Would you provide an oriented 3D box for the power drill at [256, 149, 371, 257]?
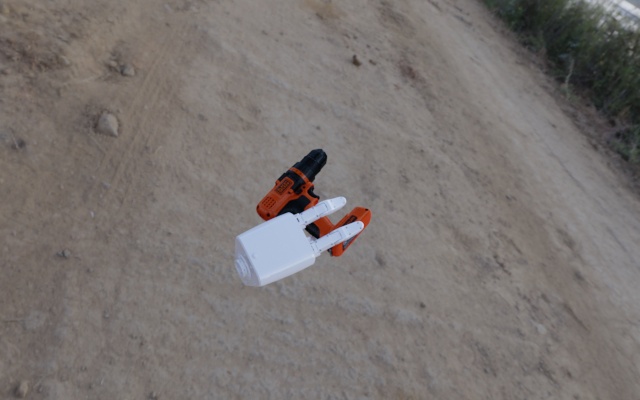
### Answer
[{"bbox_3d":[0.000,0.003,0.899,0.187,0.184,0.057,34,-19,23],"label":"power drill"}]
